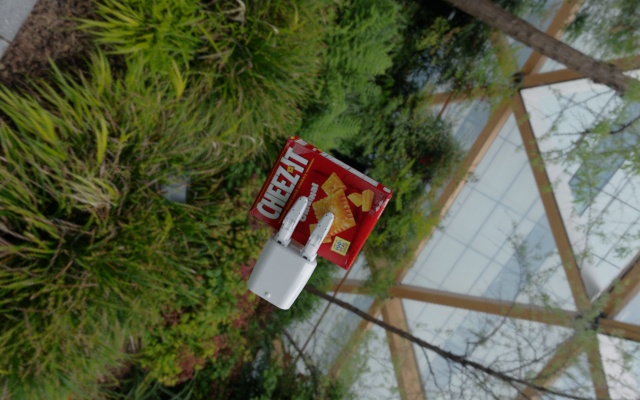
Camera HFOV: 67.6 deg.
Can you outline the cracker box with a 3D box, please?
[{"bbox_3d":[0.000,0.003,0.883,0.213,0.164,0.072,30,12,4],"label":"cracker box"}]
